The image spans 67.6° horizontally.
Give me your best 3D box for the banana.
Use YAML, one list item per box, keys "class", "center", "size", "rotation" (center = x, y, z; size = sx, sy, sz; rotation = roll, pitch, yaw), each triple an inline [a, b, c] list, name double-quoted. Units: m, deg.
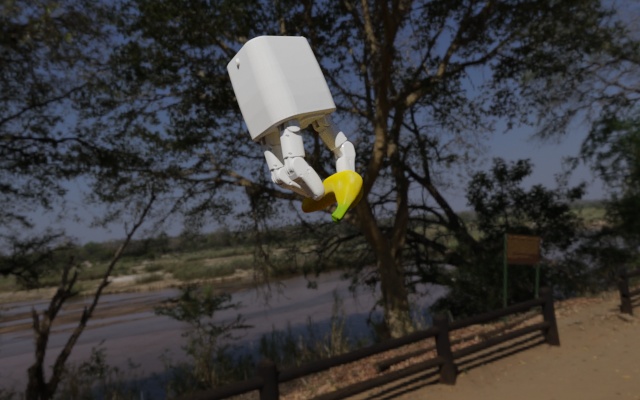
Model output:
- class: "banana"
  center: [0.015, -0.009, 0.611]
  size: [0.069, 0.037, 0.198]
  rotation: [-37, 7, -8]
